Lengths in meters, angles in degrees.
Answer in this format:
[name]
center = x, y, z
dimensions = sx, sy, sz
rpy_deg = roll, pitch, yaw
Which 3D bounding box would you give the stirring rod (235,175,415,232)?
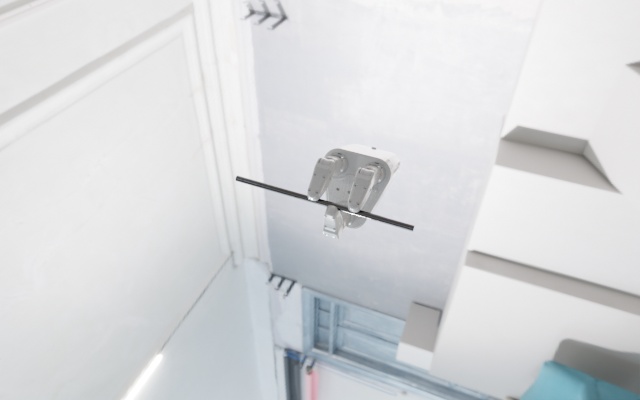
[stirring rod]
center = 0.000, 0.002, 0.604
dimensions = 0.239, 0.011, 0.011
rpy_deg = 16, 4, 16
